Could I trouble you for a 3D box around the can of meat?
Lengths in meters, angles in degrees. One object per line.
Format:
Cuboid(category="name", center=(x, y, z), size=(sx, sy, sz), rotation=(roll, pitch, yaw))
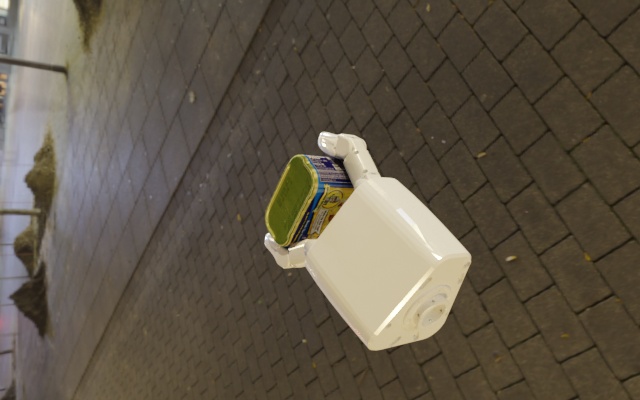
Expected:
Cuboid(category="can of meat", center=(0.000, 0.002, 0.497), size=(0.084, 0.102, 0.057), rotation=(0, 40, -38))
